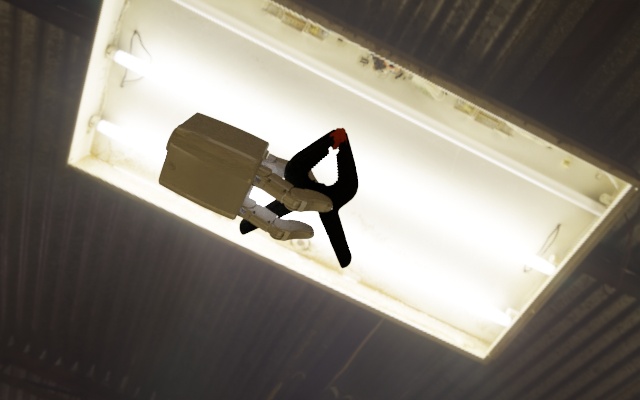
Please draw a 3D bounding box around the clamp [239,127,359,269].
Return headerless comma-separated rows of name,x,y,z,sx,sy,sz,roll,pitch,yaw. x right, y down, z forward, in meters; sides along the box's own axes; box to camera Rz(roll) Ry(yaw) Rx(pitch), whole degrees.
clamp,0.000,0.001,0.619,0.164,0.210,0.036,24,37,-10
